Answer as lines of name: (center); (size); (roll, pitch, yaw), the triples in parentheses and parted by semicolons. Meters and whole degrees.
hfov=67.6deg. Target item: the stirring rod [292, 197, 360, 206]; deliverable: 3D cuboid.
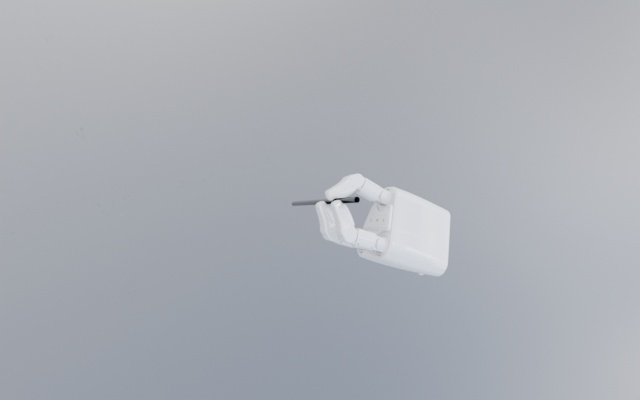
stirring rod: (0.000, 0.002, 0.715); (0.011, 0.011, 0.239); (0, -2, -23)
